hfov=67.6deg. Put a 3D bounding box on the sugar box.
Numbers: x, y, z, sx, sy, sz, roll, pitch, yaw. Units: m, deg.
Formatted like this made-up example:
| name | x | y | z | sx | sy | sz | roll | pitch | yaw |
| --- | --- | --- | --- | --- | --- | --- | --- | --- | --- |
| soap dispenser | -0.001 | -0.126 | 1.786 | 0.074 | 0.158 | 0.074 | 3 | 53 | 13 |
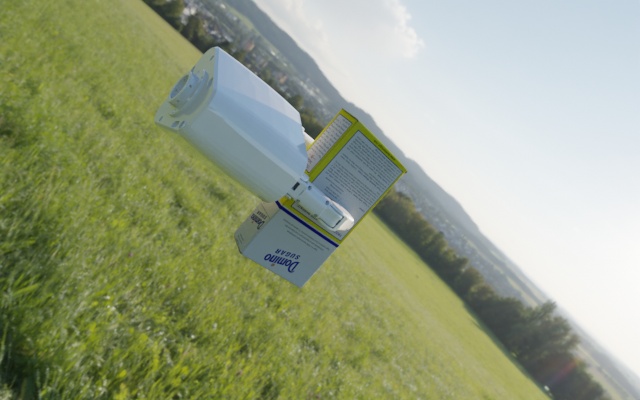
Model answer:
| name | x | y | z | sx | sy | sz | roll | pitch | yaw |
| --- | --- | --- | --- | --- | --- | --- | --- | --- | --- |
| sugar box | 0.000 | 0.001 | 0.503 | 0.093 | 0.176 | 0.048 | 38 | 10 | -35 |
